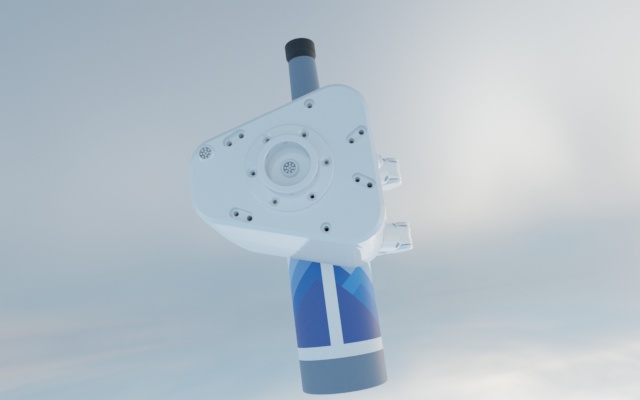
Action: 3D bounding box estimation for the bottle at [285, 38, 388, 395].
[{"bbox_3d":[0.000,0.002,0.402,0.069,0.295,0.069,-7,-13,-2],"label":"bottle"}]
